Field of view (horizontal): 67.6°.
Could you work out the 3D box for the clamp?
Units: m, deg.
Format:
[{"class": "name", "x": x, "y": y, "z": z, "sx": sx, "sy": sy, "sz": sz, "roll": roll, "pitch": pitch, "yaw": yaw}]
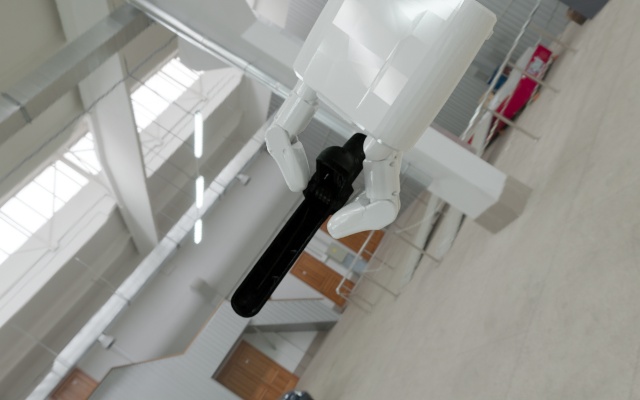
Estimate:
[{"class": "clamp", "x": 0.000, "y": 0.001, "z": 0.412, "sx": 0.036, "sy": 0.165, "sz": 0.210, "roll": 36, "pitch": 26, "yaw": 2}]
